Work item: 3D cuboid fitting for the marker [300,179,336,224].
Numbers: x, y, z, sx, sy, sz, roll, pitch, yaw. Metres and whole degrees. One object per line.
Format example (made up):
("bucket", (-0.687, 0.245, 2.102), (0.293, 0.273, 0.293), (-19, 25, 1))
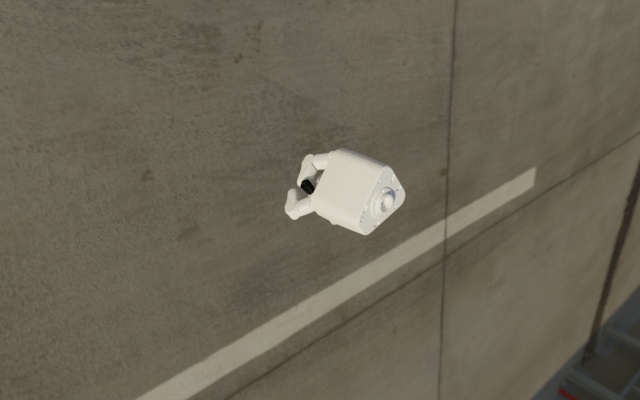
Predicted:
("marker", (0.000, 0.003, 0.824), (0.020, 0.020, 0.121), (0, -34, 34))
